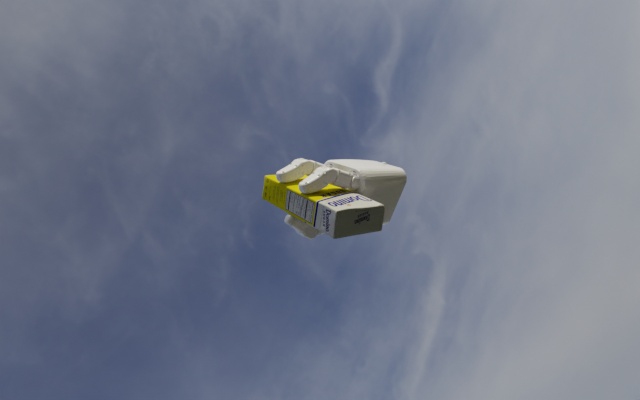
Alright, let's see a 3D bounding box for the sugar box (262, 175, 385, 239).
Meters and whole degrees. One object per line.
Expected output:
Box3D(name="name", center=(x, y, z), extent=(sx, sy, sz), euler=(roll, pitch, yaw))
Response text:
Box3D(name="sugar box", center=(0.000, 0.002, 0.701), extent=(0.093, 0.048, 0.176), euler=(-6, 19, -40))
